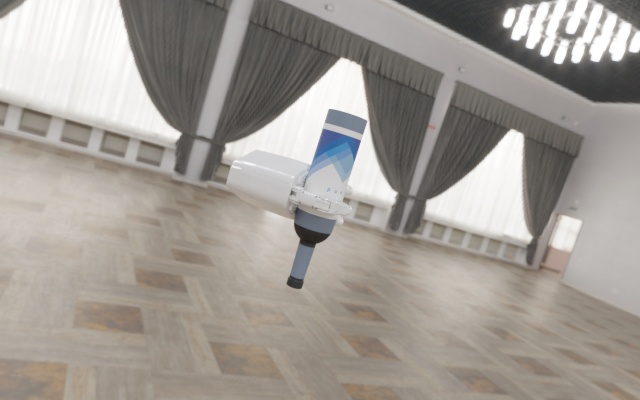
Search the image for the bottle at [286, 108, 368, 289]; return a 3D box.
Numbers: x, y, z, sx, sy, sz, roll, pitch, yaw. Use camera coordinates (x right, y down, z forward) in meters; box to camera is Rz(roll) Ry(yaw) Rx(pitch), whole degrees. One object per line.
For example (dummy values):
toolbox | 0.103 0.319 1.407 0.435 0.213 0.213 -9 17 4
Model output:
bottle | 0.000 0.002 0.778 0.069 0.296 0.069 17 6 -2
